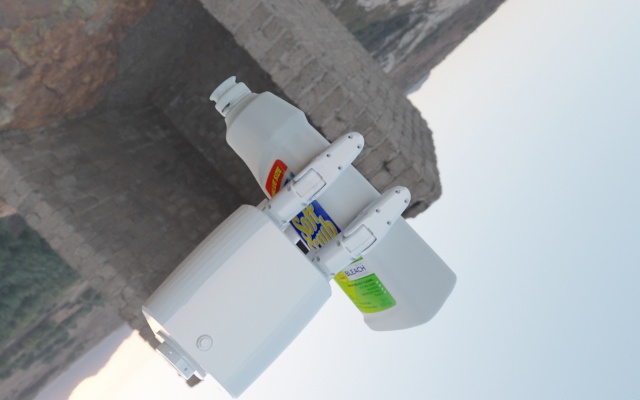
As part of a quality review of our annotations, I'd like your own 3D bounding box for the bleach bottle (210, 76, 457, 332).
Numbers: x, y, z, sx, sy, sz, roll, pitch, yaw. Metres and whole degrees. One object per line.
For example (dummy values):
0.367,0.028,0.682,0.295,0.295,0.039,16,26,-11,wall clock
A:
0.000,0.001,0.413,0.068,0.251,0.102,-46,6,-30,bleach bottle
